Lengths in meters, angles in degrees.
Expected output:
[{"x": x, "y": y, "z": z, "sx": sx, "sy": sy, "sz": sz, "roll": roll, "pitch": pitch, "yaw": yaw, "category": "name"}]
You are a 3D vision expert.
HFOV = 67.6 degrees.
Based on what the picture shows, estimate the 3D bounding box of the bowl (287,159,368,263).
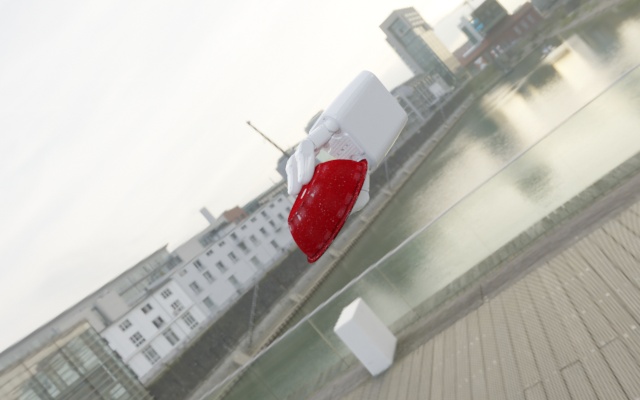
[{"x": -0.001, "y": 0.003, "z": 0.649, "sx": 0.055, "sy": 0.162, "sz": 0.162, "roll": 28, "pitch": -5, "yaw": -9, "category": "bowl"}]
